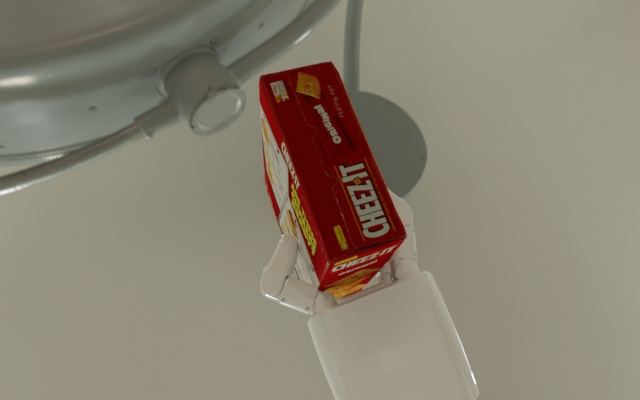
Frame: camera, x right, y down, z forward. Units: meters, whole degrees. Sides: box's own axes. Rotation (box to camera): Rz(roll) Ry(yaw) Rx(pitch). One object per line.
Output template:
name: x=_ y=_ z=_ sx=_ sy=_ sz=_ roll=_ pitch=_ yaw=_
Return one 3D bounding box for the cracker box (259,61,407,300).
cracker box: x=0.000 y=0.002 z=0.457 sx=0.072 sy=0.164 sz=0.214 roll=-17 pitch=-18 yaw=-12
